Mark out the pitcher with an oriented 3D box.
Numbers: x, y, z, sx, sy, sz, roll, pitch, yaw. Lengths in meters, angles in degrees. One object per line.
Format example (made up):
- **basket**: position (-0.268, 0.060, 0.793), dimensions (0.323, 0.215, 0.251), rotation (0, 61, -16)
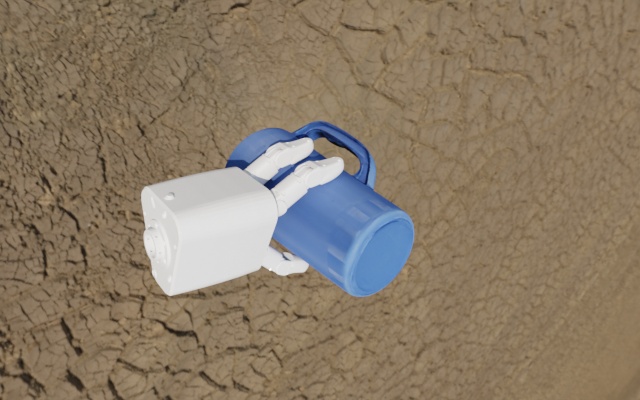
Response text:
- **pitcher**: position (0.000, 0.002, 0.590), dimensions (0.145, 0.149, 0.242), rotation (-12, 33, -39)
